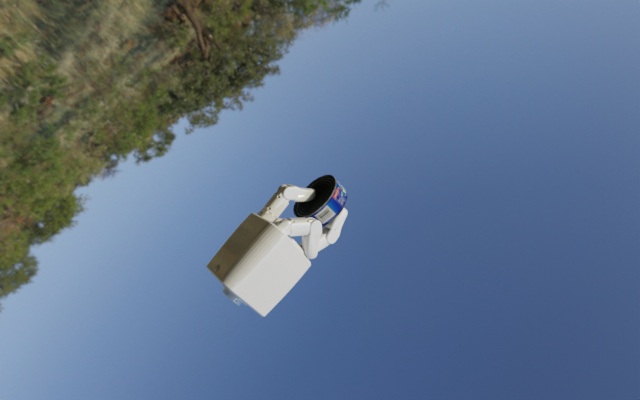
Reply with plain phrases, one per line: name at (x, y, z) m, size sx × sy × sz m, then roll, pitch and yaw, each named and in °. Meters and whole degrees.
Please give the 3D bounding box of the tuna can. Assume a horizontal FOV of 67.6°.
tuna can at (0.001, 0.003, 0.753) m, size 0.034 × 0.086 × 0.086 m, roll 45°, pitch -25°, yaw -28°
